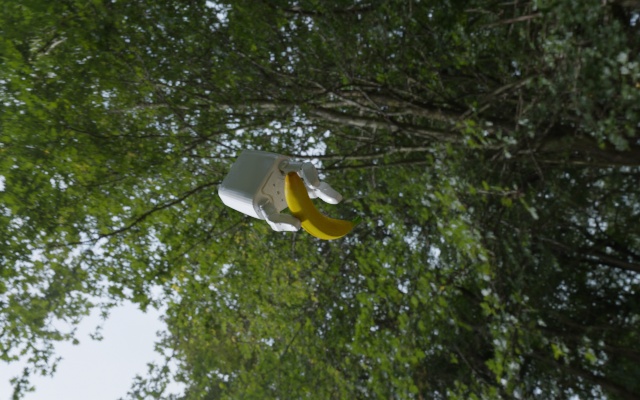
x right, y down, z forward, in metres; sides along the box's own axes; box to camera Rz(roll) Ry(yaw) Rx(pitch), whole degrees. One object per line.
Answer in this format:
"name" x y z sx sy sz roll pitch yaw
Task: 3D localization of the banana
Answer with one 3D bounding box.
"banana" -0.006 0.020 0.781 0.037 0.069 0.198 20 -9 42
